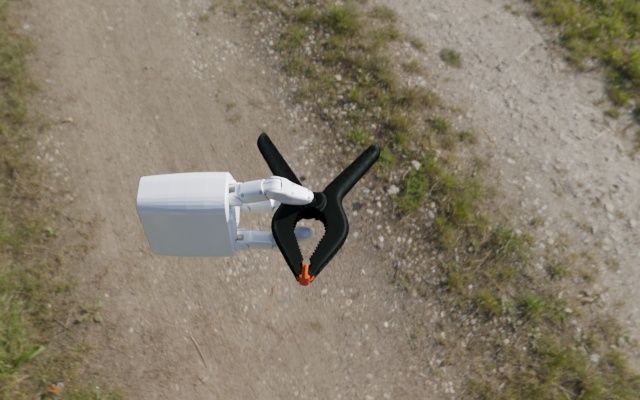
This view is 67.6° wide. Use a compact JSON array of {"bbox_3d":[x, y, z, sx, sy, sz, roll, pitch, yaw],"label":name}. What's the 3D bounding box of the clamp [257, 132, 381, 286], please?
[{"bbox_3d":[0.000,0.002,0.599,0.164,0.209,0.036,-1,-28,-1],"label":"clamp"}]
